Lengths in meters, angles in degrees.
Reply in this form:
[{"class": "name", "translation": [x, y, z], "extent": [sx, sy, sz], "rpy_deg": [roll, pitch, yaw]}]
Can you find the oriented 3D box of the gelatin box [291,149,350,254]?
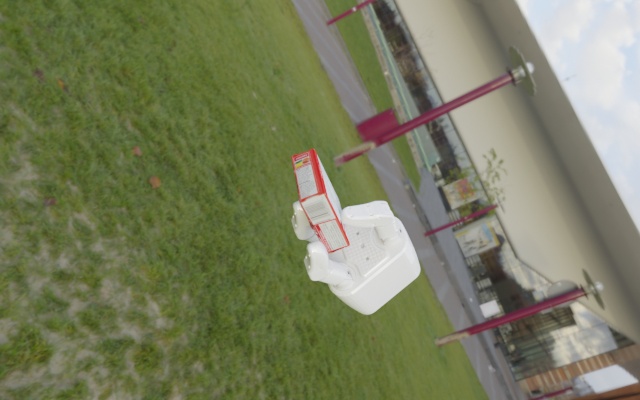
[{"class": "gelatin box", "translation": [0.000, 0.001, 0.508], "extent": [0.030, 0.073, 0.089], "rpy_deg": [-20, -46, 7]}]
